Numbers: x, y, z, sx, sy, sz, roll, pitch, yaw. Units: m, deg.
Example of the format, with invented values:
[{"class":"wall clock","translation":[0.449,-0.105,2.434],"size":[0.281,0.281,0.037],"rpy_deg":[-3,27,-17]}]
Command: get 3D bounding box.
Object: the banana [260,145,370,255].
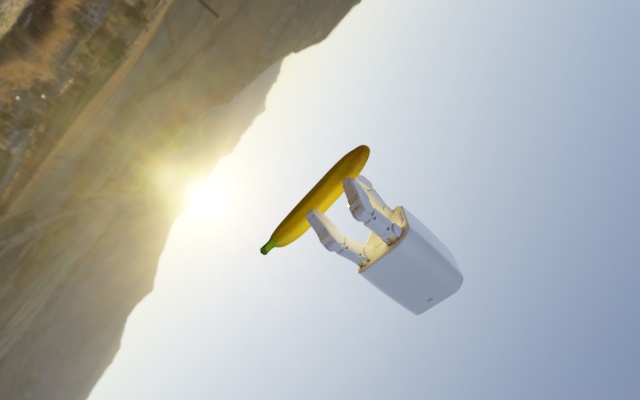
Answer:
[{"class":"banana","translation":[-0.002,0.001,0.646],"size":[0.037,0.198,0.069],"rpy_deg":[42,8,-7]}]
